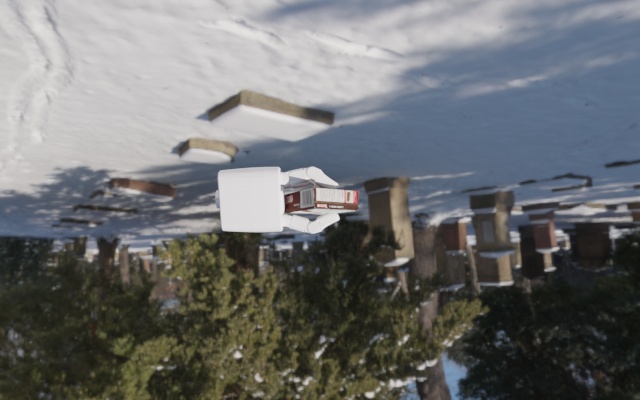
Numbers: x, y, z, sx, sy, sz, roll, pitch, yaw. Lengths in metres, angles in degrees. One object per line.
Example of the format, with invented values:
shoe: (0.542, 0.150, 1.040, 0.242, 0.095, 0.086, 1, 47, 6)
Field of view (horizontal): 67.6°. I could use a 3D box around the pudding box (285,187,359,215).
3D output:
pudding box: (0.000, 0.003, 0.836, 0.090, 0.039, 0.113, 3, -5, -29)
